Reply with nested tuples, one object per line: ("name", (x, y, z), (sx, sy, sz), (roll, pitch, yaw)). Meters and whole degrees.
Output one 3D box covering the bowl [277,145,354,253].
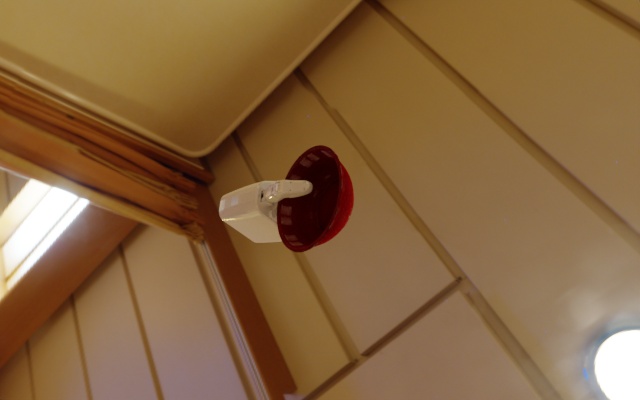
("bowl", (0.001, 0.002, 0.712), (0.055, 0.162, 0.162), (17, -10, -33))
